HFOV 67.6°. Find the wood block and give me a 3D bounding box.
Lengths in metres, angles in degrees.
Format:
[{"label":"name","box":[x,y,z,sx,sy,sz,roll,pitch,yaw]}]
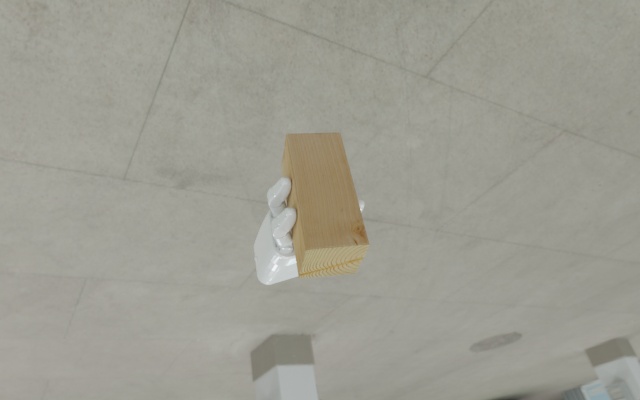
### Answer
[{"label":"wood block","box":[0.000,0.003,0.726,0.091,0.206,0.090,-3,-34,-13]}]
